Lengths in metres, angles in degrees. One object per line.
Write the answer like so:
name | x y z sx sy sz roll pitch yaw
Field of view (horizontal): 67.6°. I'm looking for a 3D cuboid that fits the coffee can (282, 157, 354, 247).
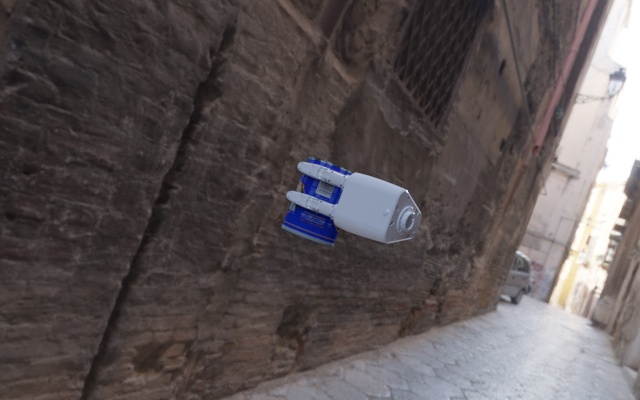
coffee can | 0.000 0.003 0.884 0.103 0.140 0.103 21 -1 0
